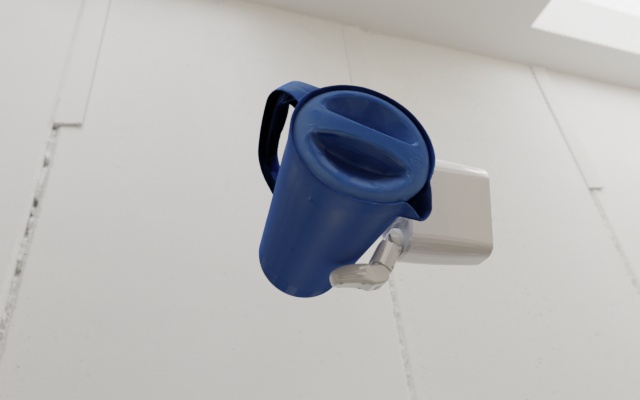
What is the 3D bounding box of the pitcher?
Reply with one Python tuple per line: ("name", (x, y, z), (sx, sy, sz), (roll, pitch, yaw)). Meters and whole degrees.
("pitcher", (0.000, 0.002, 0.504), (0.145, 0.149, 0.243), (7, -35, -15))
